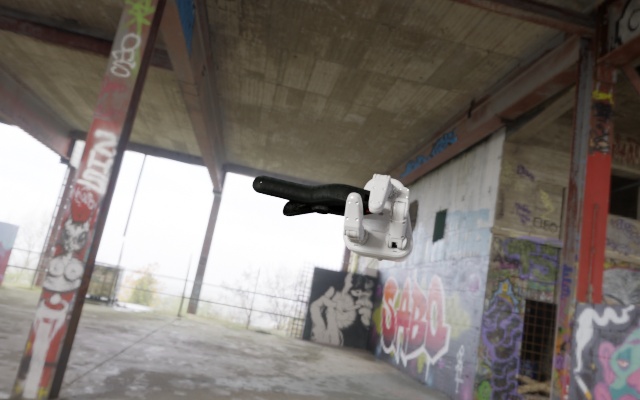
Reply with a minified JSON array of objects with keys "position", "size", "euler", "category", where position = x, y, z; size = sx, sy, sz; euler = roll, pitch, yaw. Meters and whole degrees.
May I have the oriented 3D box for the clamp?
[{"position":[0.000,0.002,0.669],"size":[0.171,0.039,0.120],"euler":[8,-12,13],"category":"clamp"}]
